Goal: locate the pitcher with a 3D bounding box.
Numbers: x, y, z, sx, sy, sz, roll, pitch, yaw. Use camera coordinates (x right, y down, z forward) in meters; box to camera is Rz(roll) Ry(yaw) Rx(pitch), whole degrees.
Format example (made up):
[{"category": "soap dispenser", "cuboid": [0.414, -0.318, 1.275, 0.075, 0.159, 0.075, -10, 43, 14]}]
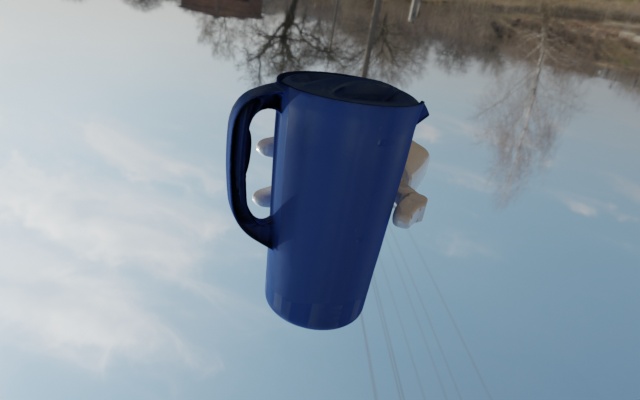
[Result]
[{"category": "pitcher", "cuboid": [0.000, 0.001, 0.468, 0.149, 0.243, 0.145, 18, 25, 19]}]
